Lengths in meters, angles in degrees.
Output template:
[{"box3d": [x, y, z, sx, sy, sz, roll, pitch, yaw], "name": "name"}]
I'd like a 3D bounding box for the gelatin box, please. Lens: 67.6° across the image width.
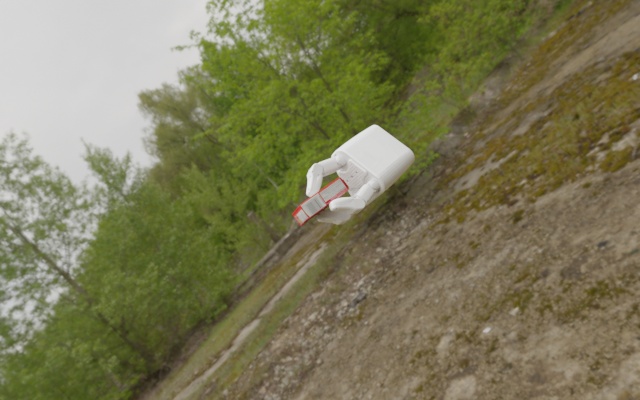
[{"box3d": [0.000, 0.002, 0.812, 0.089, 0.030, 0.073, -36, -2, -19], "name": "gelatin box"}]
